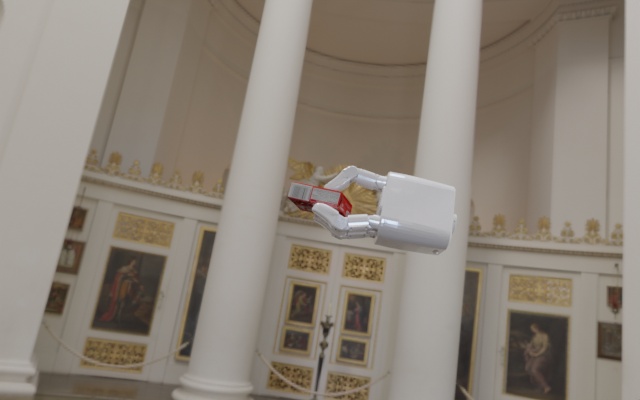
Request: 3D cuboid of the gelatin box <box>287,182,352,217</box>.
[{"bbox_3d":[0.000,0.002,0.762,0.089,0.030,0.073,13,-13,18],"label":"gelatin box"}]
